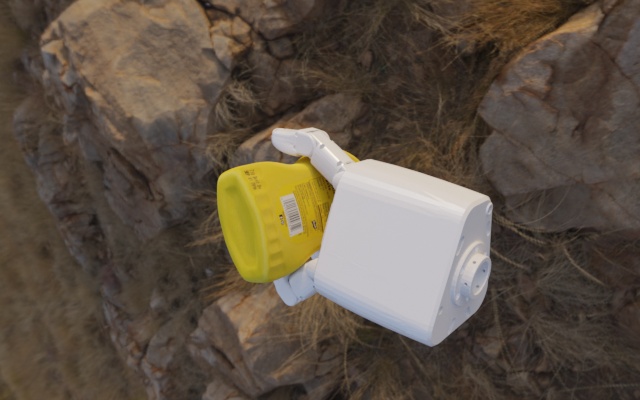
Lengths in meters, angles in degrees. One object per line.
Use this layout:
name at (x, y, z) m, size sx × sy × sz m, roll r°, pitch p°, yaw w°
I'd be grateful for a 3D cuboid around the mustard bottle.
mustard bottle at (0.000, 0.001, 0.445) m, size 0.058 × 0.096 × 0.191 m, roll -11°, pitch 5°, yaw 45°
